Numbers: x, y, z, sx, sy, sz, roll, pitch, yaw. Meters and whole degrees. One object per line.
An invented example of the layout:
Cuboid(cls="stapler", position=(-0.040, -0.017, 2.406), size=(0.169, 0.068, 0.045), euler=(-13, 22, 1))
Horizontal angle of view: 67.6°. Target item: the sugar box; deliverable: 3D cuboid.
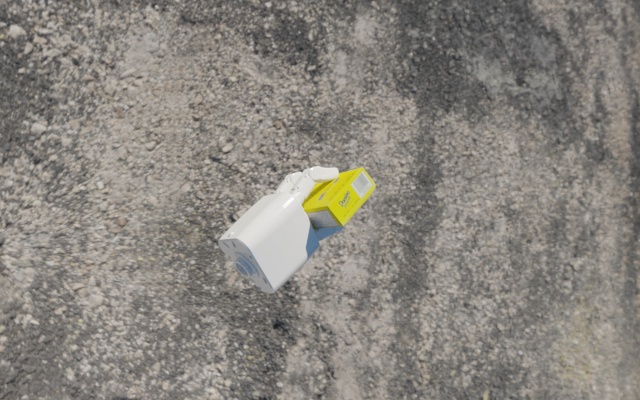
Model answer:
Cuboid(cls="sugar box", position=(0.000, 0.002, 0.765), size=(0.093, 0.048, 0.176), euler=(-47, 21, -29))
